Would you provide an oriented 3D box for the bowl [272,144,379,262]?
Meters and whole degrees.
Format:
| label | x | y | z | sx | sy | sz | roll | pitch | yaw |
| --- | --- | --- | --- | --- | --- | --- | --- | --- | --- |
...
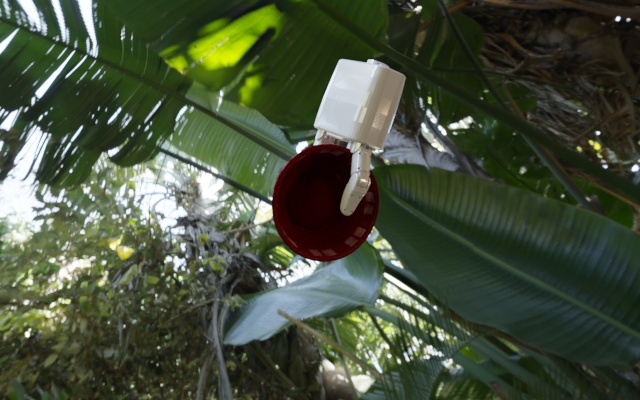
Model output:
| label | x | y | z | sx | sy | sz | roll | pitch | yaw |
| --- | --- | --- | --- | --- | --- | --- | --- | --- | --- |
| bowl | -0.001 | 0.003 | 0.671 | 0.162 | 0.162 | 0.055 | 0 | 4 | -25 |
